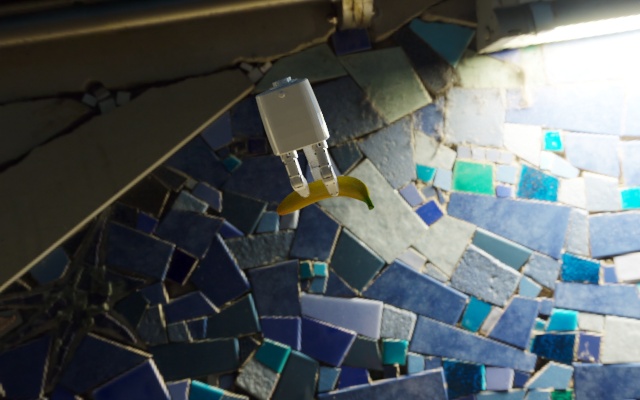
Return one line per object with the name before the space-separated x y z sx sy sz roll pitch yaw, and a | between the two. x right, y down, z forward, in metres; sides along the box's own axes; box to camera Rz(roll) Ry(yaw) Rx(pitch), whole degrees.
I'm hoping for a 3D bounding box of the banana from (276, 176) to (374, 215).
banana | 0.008 -0.011 0.872 0.198 0.069 0.037 -6 -44 29
